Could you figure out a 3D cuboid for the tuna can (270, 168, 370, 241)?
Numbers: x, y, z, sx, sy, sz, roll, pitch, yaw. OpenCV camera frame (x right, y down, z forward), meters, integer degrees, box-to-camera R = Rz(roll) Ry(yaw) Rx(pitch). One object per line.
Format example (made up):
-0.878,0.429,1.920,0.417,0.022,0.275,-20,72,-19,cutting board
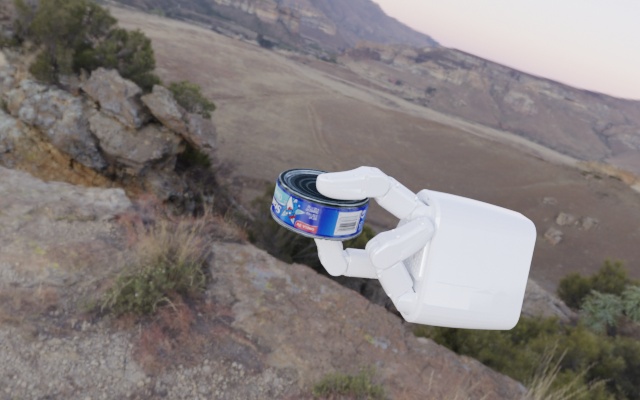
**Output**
0.000,0.001,0.430,0.086,0.034,0.086,12,21,-5,tuna can
